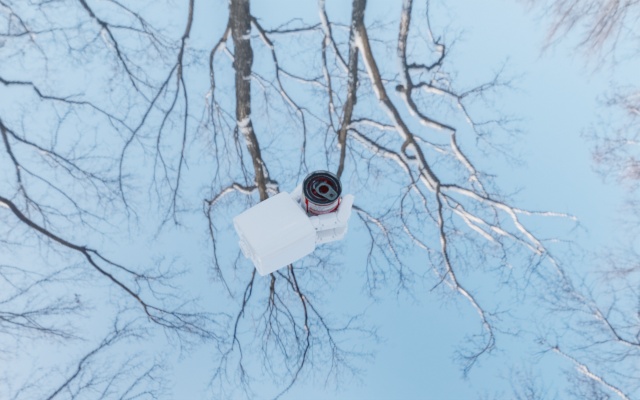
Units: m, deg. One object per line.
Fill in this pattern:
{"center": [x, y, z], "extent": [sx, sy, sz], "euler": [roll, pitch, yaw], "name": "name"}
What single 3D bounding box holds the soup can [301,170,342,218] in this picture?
{"center": [0.000, 0.003, 0.837], "extent": [0.068, 0.068, 0.102], "euler": [0, -30, -3], "name": "soup can"}
